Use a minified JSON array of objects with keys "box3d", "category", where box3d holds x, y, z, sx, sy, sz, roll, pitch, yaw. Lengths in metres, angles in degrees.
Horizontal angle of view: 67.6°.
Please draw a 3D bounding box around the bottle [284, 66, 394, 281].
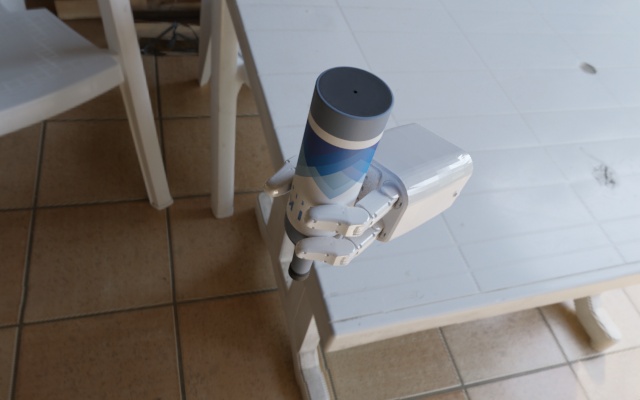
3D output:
[{"box3d":[0.000,0.001,0.500,0.069,0.069,0.296,0,-38,-14],"category":"bottle"}]
